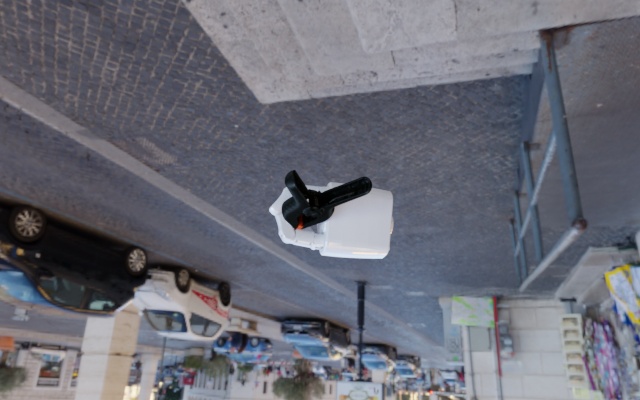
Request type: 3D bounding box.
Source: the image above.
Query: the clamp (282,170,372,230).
[{"bbox_3d":[0.000,0.003,0.691,0.120,0.039,0.171,6,-22,-9],"label":"clamp"}]
